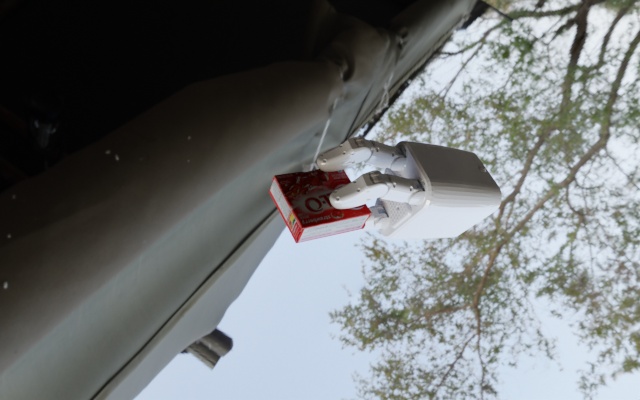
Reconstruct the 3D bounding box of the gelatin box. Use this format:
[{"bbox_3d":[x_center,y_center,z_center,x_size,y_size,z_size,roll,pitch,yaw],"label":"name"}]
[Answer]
[{"bbox_3d":[0.000,0.002,0.511,0.089,0.073,0.030,-10,-36,-30],"label":"gelatin box"}]
